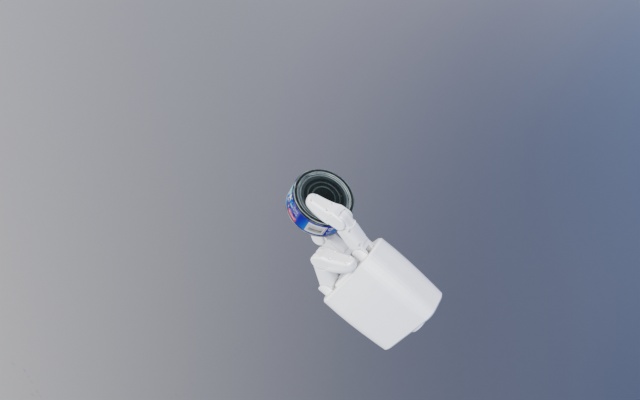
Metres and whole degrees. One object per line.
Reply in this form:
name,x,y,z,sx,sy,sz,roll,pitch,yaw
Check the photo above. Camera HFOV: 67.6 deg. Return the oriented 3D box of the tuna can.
tuna can,0.000,0.002,0.619,0.086,0.086,0.034,0,-29,-22
